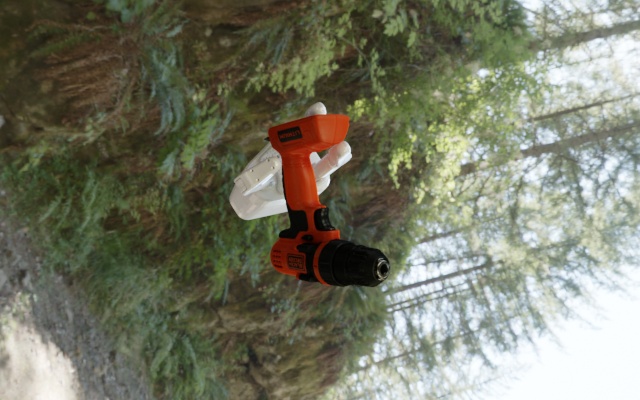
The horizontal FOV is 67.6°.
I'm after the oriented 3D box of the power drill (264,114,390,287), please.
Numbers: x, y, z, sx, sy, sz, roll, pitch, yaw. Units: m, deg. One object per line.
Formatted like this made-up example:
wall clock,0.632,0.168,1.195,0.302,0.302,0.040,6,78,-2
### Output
power drill,0.000,0.001,0.537,0.057,0.187,0.184,-5,2,-40
